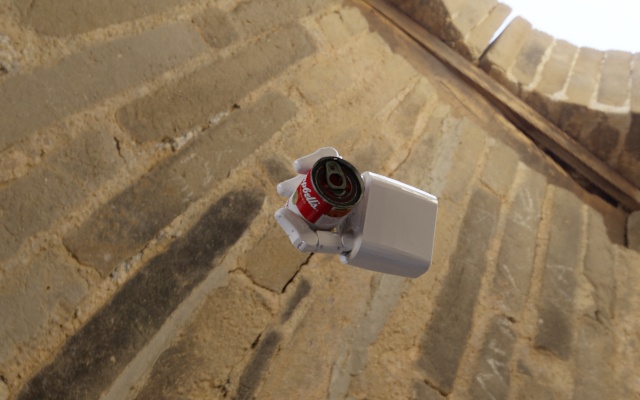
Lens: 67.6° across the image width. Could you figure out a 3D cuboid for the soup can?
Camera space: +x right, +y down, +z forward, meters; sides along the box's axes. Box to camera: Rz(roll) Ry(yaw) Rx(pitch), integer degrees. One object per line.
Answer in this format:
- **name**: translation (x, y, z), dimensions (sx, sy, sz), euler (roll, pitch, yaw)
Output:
- **soup can**: translation (0.000, 0.002, 0.579), dimensions (0.068, 0.068, 0.102), euler (0, -28, -27)
